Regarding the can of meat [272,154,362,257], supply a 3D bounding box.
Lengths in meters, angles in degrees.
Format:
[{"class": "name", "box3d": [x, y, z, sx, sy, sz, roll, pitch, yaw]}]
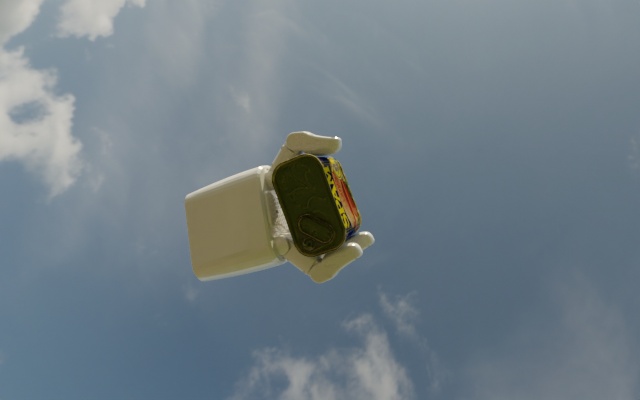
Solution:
[{"class": "can of meat", "box3d": [0.000, 0.002, 0.517, 0.057, 0.102, 0.084, -20, -1, 19]}]
